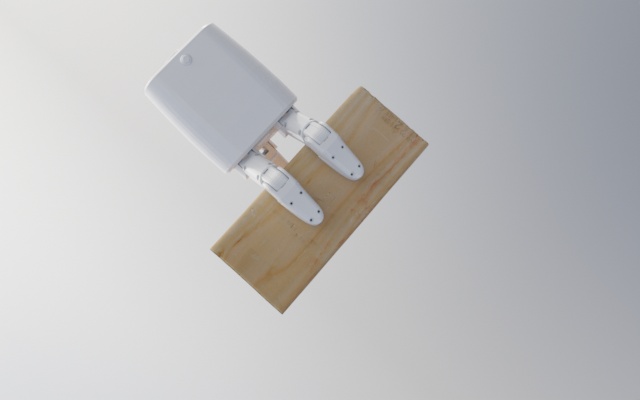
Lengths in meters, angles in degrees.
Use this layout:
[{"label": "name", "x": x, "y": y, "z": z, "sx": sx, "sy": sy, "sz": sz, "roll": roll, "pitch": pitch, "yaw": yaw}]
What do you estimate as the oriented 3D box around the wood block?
[{"label": "wood block", "x": 0.000, "y": 0.001, "z": 0.476, "sx": 0.090, "sy": 0.206, "sz": 0.091, "roll": 41, "pitch": -8, "yaw": 3}]
